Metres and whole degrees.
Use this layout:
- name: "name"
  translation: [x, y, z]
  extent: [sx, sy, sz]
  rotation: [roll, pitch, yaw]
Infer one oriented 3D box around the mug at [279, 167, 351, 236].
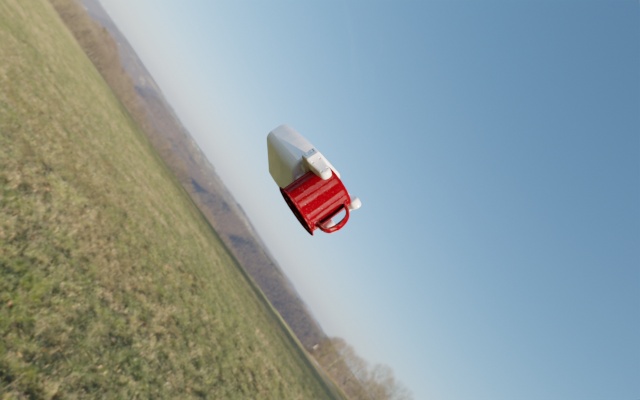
- name: "mug"
  translation: [0.001, 0.003, 0.747]
  extent: [0.081, 0.117, 0.093]
  rotation: [-35, -37, -10]
